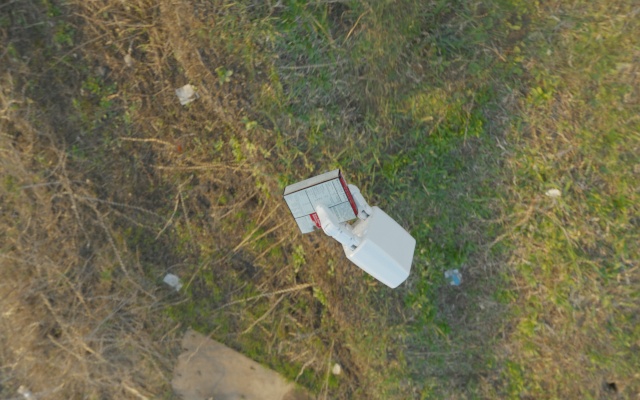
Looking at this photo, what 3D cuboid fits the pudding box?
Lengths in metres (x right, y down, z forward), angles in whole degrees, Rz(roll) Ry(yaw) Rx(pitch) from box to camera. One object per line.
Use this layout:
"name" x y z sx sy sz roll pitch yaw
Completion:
"pudding box" 0.000 0.003 0.852 0.113 0.090 0.039 -18 25 14
